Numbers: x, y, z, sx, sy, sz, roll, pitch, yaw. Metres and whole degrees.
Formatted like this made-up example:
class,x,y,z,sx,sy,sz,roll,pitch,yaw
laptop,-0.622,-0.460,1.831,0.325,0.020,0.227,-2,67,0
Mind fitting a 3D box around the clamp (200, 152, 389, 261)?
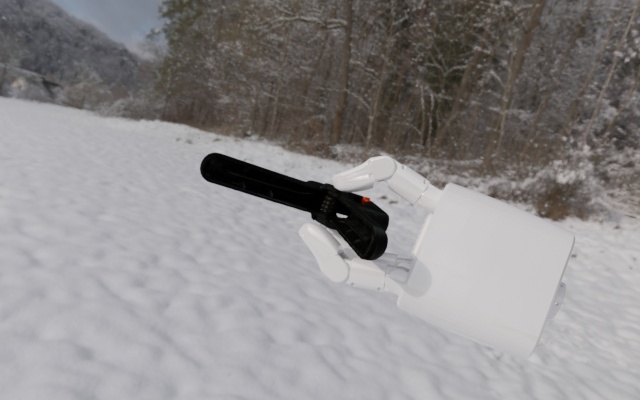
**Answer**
class,x,y,z,sx,sy,sz,roll,pitch,yaw
clamp,0.001,0.001,0.439,0.164,0.036,0.210,25,7,16
